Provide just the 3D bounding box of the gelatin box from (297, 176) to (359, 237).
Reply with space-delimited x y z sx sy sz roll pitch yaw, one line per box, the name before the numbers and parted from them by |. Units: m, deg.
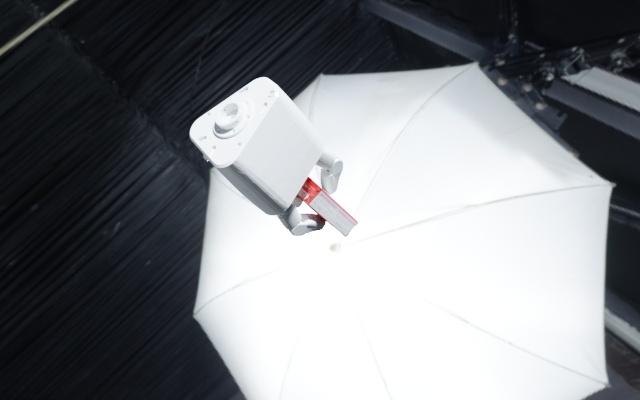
gelatin box | 0.001 0.002 0.630 0.089 0.030 0.073 40 2 -38
